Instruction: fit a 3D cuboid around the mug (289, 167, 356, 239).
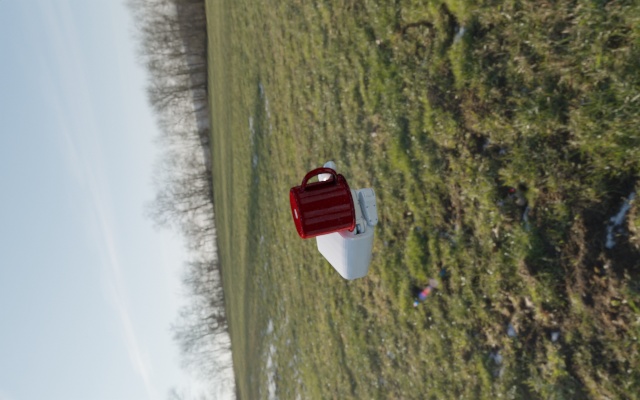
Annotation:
[{"bbox_3d":[0.000,0.001,0.722,0.081,0.117,0.093,-12,40,-12],"label":"mug"}]
